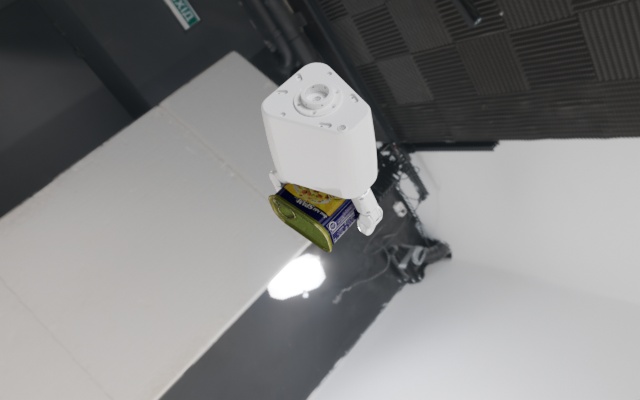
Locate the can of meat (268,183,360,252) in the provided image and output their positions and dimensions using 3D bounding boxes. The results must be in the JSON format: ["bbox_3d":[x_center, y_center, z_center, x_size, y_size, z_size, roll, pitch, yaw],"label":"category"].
[{"bbox_3d":[0.000,0.002,0.604,0.102,0.084,0.057,32,-24,30],"label":"can of meat"}]
